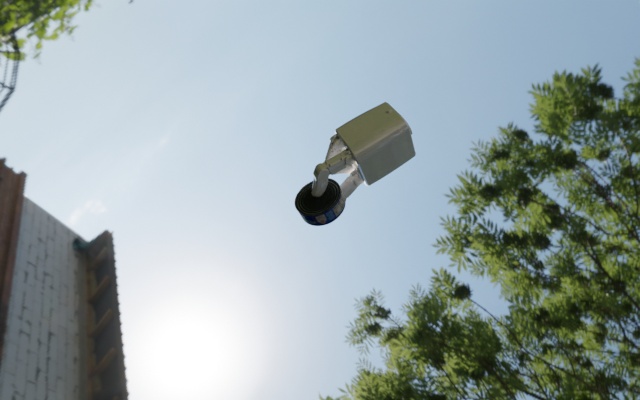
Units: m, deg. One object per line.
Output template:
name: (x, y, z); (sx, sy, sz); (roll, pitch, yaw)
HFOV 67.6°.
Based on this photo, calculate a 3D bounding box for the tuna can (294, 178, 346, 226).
tuna can: (0.000, 0.003, 0.838); (0.086, 0.086, 0.034); (0, -40, 27)
